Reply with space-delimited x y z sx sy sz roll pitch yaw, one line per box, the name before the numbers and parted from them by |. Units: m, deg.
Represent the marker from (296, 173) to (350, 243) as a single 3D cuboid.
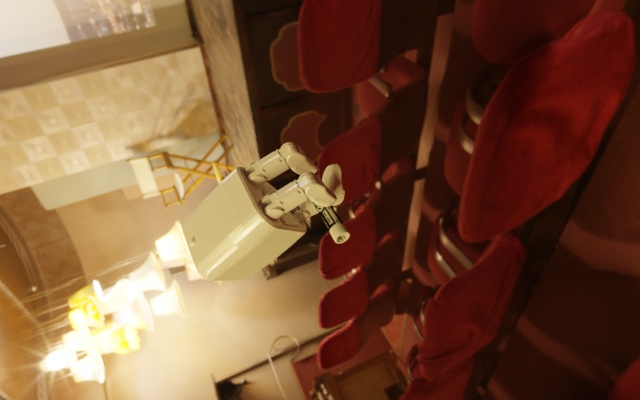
marker | 0.000 0.002 0.574 0.020 0.020 0.121 0 42 -34
